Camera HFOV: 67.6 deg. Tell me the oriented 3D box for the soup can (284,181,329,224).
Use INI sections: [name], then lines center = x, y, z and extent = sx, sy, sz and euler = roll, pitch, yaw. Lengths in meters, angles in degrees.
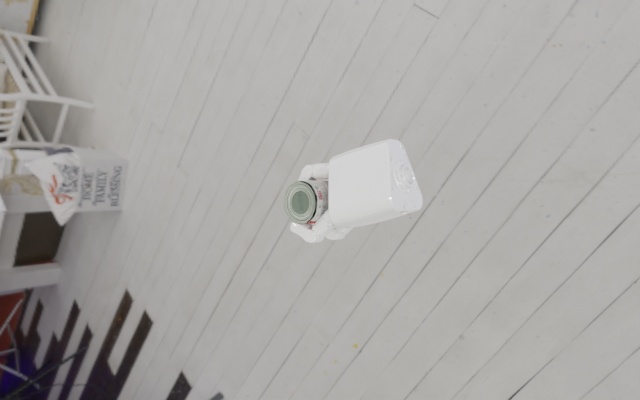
[soup can]
center = 0.000, 0.002, 0.757
extent = 0.068, 0.068, 0.102
euler = 0, 1, 39
